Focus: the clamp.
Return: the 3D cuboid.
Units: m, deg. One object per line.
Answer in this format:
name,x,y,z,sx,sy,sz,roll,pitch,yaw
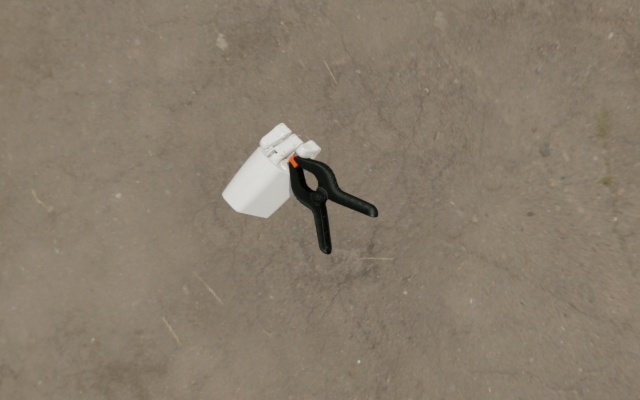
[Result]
clamp,0.000,0.002,0.788,0.171,0.120,0.039,46,17,14
